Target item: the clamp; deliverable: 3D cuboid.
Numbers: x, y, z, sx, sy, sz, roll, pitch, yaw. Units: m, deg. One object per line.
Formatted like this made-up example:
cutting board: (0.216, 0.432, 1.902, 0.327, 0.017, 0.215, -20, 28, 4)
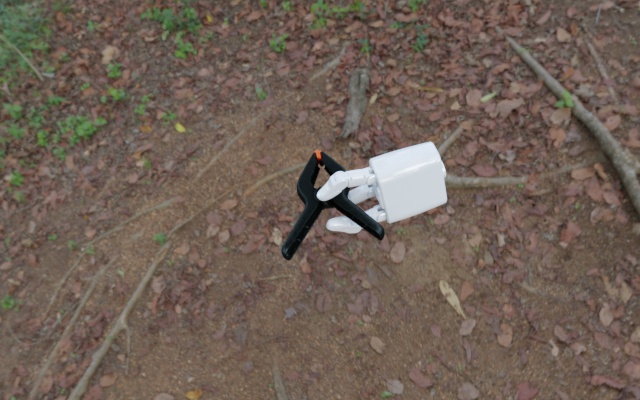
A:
clamp: (0.000, 0.002, 0.800, 0.164, 0.209, 0.036, -17, -38, 1)
